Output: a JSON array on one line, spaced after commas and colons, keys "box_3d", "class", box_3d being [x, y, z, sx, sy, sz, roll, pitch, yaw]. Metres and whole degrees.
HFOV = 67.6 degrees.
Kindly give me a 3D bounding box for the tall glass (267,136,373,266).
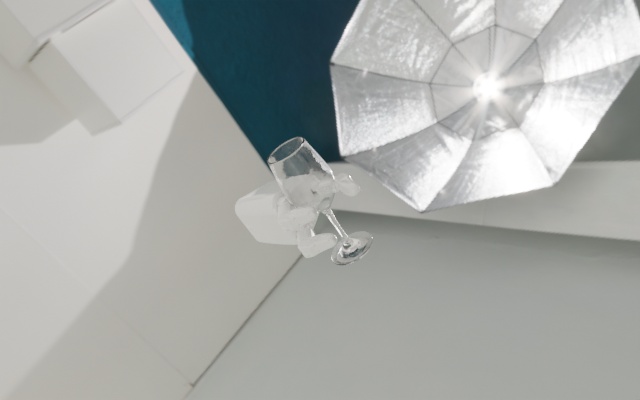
[{"box_3d": [0.001, 0.003, 0.717, 0.079, 0.201, 0.079, -26, 28, 15], "class": "tall glass"}]
